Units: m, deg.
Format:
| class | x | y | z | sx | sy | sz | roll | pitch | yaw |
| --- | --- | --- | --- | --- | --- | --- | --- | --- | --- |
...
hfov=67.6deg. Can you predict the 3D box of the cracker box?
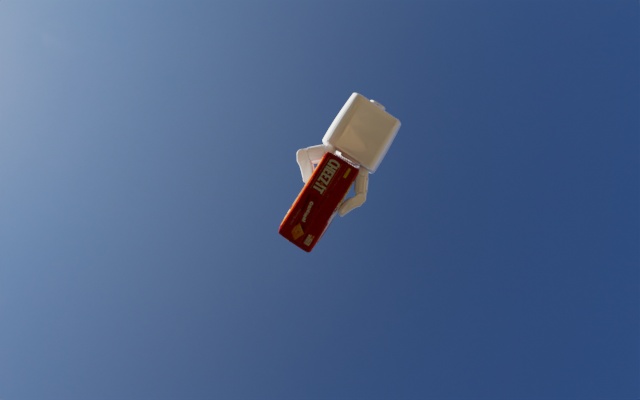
| class | x | y | z | sx | sy | sz | roll | pitch | yaw |
| --- | --- | --- | --- | --- | --- | --- | --- | --- | --- |
| cracker box | 0.000 | 0.003 | 0.893 | 0.072 | 0.164 | 0.214 | 31 | 1 | 3 |
